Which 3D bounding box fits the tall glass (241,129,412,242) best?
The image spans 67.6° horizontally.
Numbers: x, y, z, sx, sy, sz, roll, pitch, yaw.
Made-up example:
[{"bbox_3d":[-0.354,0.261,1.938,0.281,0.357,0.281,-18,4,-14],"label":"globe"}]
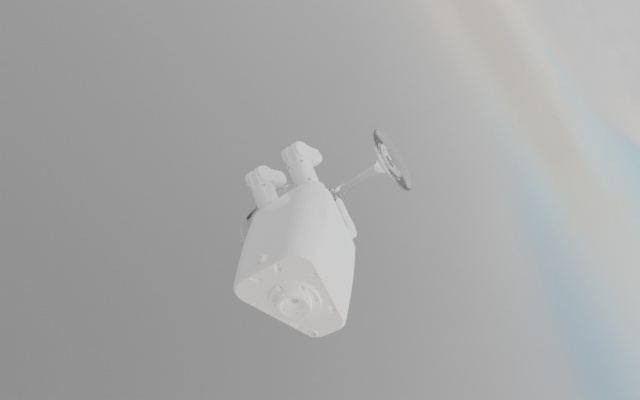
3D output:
[{"bbox_3d":[0.001,0.001,0.550,0.201,0.079,0.079,-30,-14,26],"label":"tall glass"}]
